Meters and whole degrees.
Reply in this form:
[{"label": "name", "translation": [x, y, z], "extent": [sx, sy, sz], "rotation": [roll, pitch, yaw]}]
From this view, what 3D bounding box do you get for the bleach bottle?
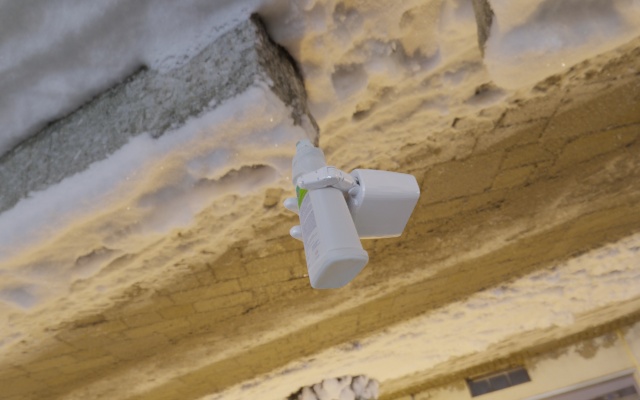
[{"label": "bleach bottle", "translation": [0.000, 0.002, 0.734], "extent": [0.068, 0.250, 0.103], "rotation": [2, -36, -24]}]
